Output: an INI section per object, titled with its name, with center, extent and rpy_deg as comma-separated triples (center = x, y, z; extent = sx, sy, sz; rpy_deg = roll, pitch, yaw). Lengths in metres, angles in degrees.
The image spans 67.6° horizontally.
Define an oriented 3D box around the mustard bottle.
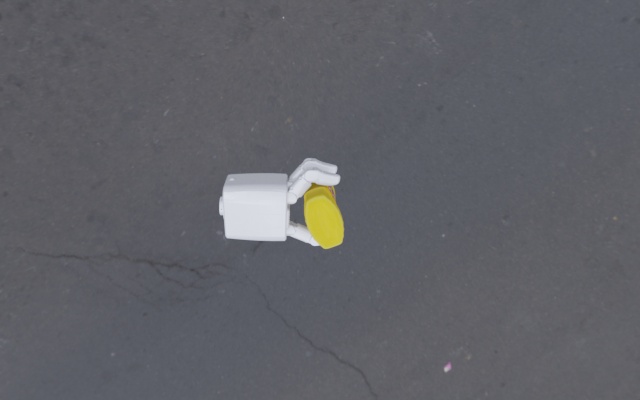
[mustard bottle]
center = 0.000, 0.003, 0.845
extent = 0.058, 0.096, 0.191
rpy_deg = -21, 21, 4
